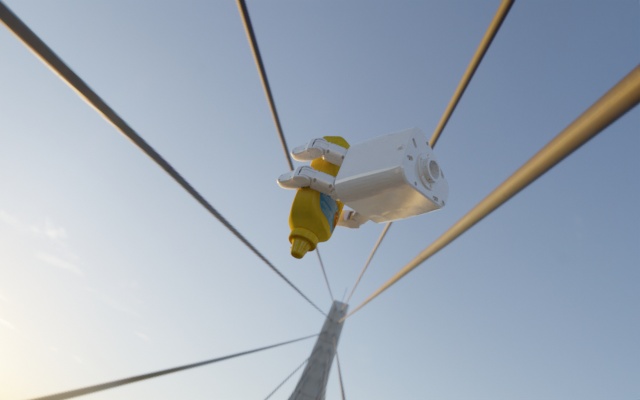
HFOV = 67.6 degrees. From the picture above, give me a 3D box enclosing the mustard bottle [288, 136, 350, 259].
[{"bbox_3d":[0.000,0.002,0.692,0.058,0.191,0.096,6,-39,23],"label":"mustard bottle"}]
